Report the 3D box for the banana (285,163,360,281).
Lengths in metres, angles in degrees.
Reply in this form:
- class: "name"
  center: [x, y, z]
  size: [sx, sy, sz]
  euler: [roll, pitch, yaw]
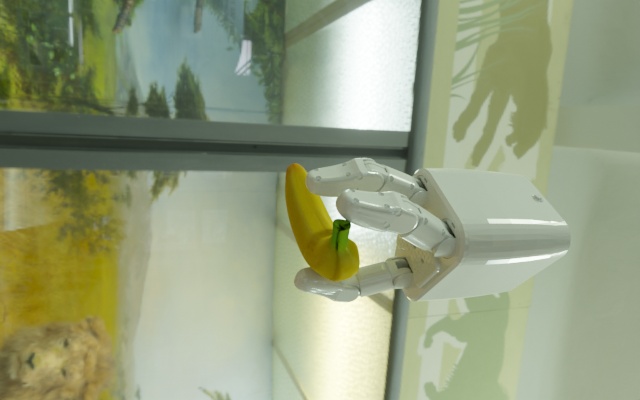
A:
- class: "banana"
  center: [-0.001, 0.020, 0.413]
  size: [0.037, 0.070, 0.197]
  euler: [0, 16, -16]
